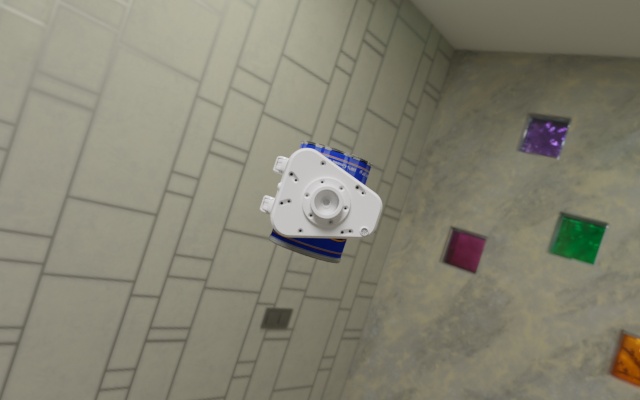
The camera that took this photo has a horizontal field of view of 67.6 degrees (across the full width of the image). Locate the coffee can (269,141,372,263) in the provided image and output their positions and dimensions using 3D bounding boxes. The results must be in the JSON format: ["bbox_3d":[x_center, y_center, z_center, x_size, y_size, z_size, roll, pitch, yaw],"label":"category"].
[{"bbox_3d":[0.000,0.002,0.649,0.103,0.140,0.103,19,0,0],"label":"coffee can"}]
